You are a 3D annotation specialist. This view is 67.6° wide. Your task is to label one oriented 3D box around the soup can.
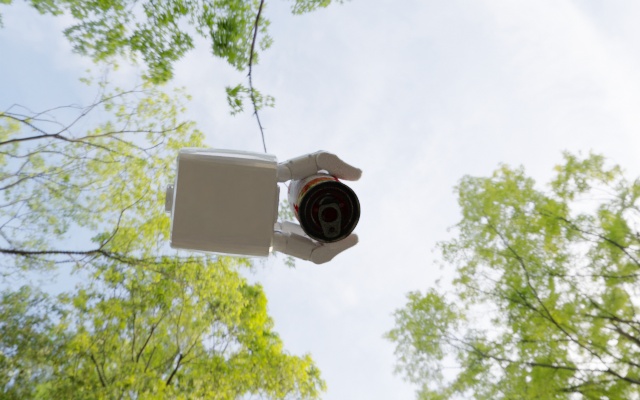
[{"bbox_3d":[0.001,0.002,0.548,0.068,0.068,0.102,0,12,-12],"label":"soup can"}]
